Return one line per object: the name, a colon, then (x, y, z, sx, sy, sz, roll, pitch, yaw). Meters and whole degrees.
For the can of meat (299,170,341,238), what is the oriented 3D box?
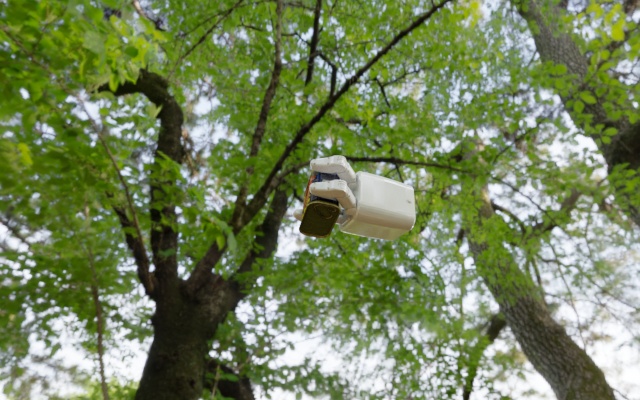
can of meat: (0.000, 0.003, 0.834, 0.057, 0.084, 0.102, 11, -38, -8)
